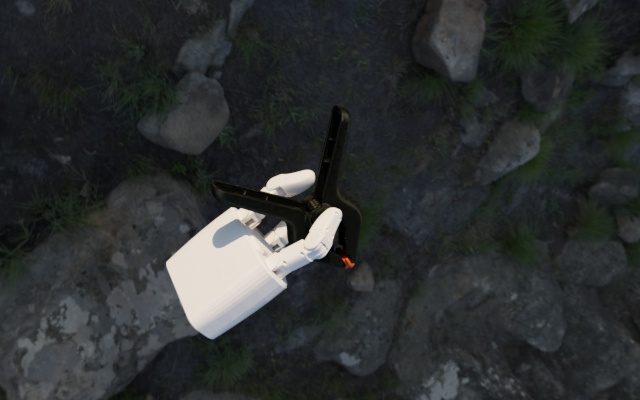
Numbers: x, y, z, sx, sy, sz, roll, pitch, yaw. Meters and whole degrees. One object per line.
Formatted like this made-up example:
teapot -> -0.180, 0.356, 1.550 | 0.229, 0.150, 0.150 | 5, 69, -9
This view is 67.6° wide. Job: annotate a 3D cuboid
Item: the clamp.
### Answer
clamp -> 0.000, 0.003, 0.549 | 0.164, 0.210, 0.036 | -37, 39, 3
